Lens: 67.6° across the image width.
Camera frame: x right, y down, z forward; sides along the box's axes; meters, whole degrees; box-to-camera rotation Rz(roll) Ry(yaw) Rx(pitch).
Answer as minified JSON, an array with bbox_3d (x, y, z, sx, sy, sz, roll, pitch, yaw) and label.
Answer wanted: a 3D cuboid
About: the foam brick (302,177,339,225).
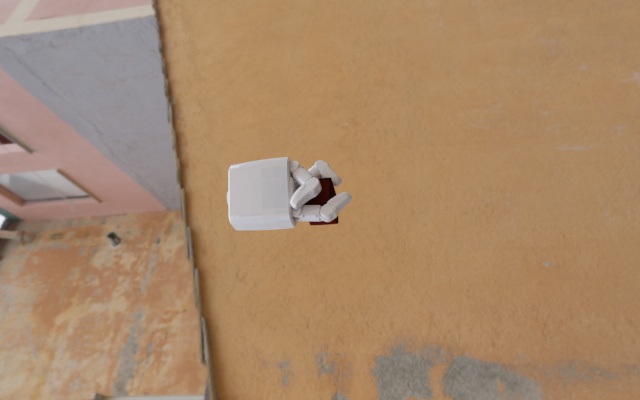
[{"bbox_3d":[0.000,0.003,0.832,0.051,0.053,0.078,-6,-31,9],"label":"foam brick"}]
